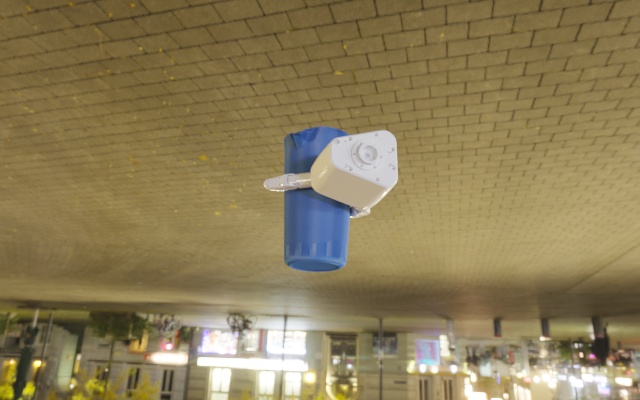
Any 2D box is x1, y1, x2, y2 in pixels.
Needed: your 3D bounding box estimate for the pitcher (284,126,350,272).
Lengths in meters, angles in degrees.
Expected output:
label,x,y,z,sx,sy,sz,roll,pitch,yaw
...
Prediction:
label,x,y,z,sx,sy,sz,roll,pitch,yaw
pitcher,0.000,0.003,0.865,0.149,0.242,0.145,7,-19,-14
